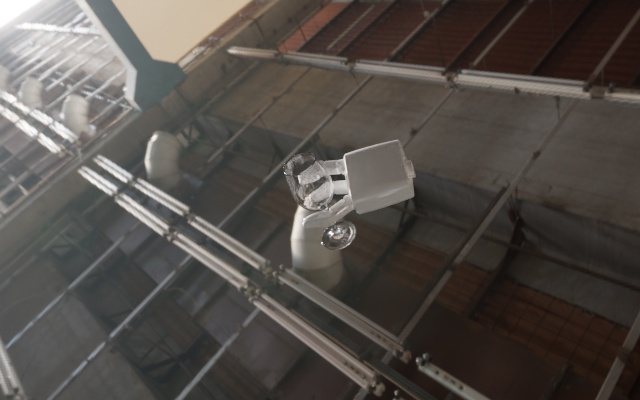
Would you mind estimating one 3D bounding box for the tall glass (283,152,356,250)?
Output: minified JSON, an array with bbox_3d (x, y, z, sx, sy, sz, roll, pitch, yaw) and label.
[{"bbox_3d":[0.000,0.003,0.895,0.079,0.079,0.201,0,-42,31],"label":"tall glass"}]
